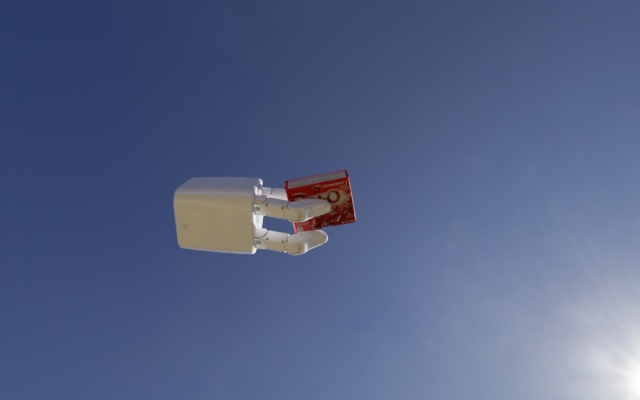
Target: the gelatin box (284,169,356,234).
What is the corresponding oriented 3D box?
[{"bbox_3d":[0.000,0.002,0.666,0.089,0.073,0.030,-11,29,1],"label":"gelatin box"}]
